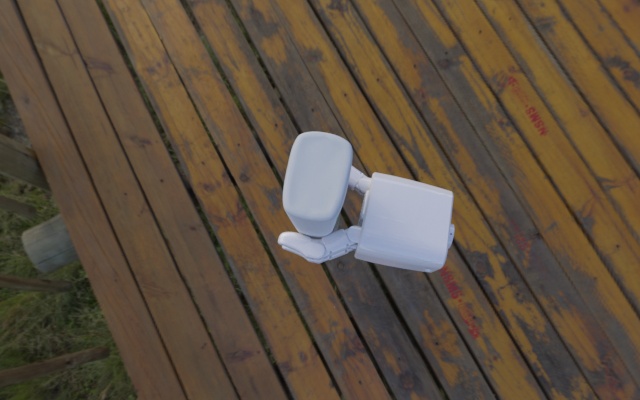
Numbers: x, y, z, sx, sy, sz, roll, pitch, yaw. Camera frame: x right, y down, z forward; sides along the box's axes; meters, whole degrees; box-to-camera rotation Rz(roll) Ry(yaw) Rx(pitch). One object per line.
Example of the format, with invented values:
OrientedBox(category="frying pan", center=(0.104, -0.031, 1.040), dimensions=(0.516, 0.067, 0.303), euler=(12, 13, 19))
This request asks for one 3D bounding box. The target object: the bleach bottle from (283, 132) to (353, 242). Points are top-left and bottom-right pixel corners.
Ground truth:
OrientedBox(category="bleach bottle", center=(0.000, 0.002, 0.624), dimensions=(0.068, 0.102, 0.251), euler=(12, -12, 5))
